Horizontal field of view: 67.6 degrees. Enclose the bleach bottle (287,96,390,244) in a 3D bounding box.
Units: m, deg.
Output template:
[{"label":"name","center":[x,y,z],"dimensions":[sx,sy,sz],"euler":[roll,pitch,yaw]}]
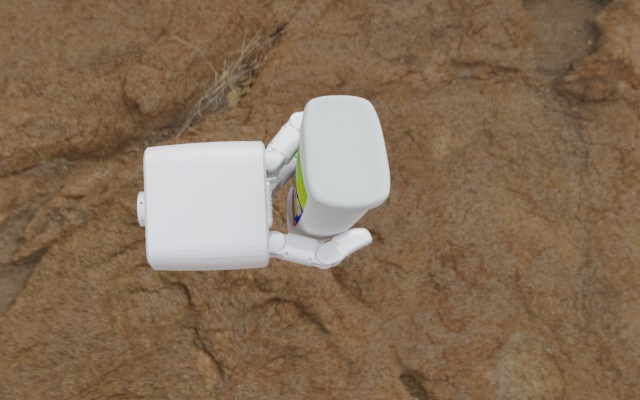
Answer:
[{"label":"bleach bottle","center":[0.000,0.001,0.485],"dimensions":[0.068,0.102,0.251],"euler":[-2,-21,-10]}]
